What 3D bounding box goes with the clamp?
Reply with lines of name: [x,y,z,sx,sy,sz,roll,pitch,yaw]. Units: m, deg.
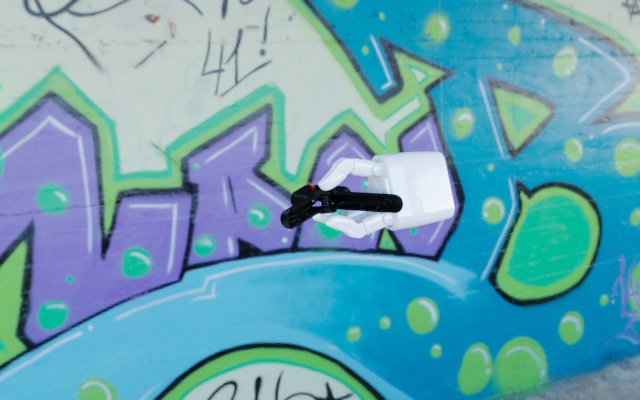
clamp: [0.000,0.001,0.698,0.164,0.036,0.210,-8,11,-20]
